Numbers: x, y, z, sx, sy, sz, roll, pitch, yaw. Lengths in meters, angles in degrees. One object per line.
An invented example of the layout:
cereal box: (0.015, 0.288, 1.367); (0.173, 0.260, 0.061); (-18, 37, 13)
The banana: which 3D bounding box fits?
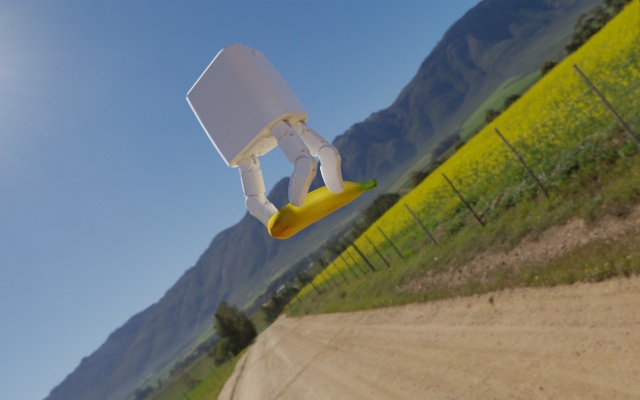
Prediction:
banana: (-0.009, 0.008, 0.601); (0.197, 0.037, 0.070); (-28, -3, -45)
